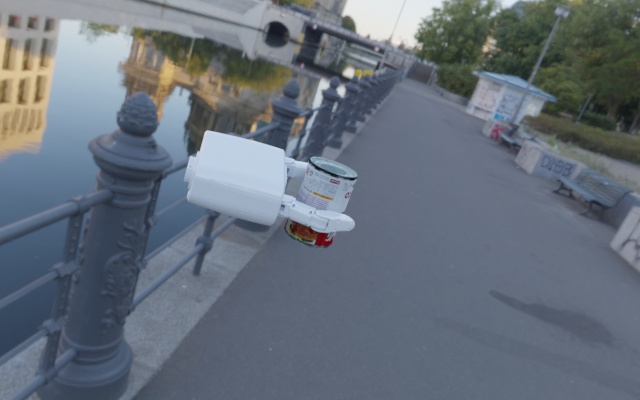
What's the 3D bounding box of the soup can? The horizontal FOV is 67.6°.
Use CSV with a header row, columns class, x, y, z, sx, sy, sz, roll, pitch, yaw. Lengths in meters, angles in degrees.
class,x,y,z,sx,sy,sz,roll,pitch,yaw
soup can,0.001,0.002,0.624,0.068,0.102,0.068,18,18,-6
